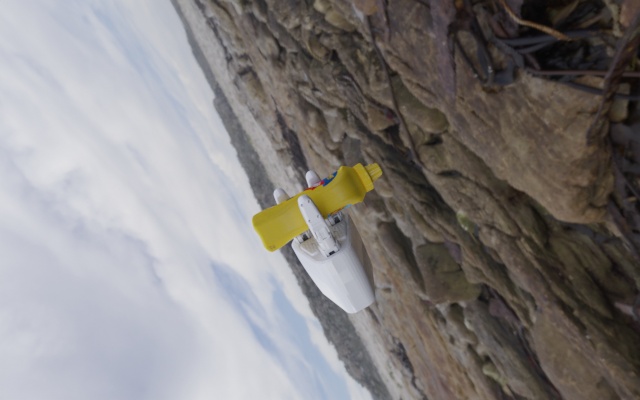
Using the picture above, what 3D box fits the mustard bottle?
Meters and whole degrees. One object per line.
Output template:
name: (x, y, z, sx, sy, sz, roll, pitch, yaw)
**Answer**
mustard bottle: (0.000, 0.002, 0.668, 0.191, 0.058, 0.096, -29, 1, -2)
